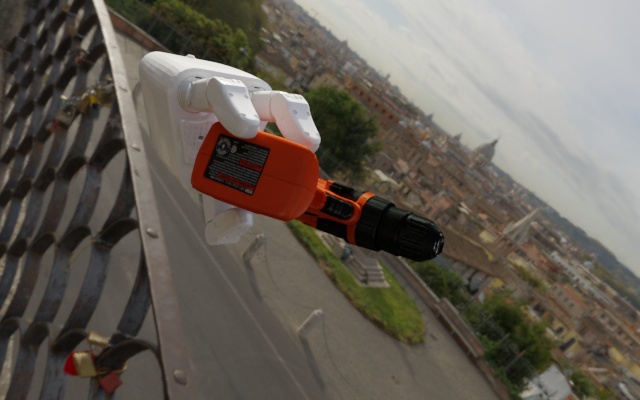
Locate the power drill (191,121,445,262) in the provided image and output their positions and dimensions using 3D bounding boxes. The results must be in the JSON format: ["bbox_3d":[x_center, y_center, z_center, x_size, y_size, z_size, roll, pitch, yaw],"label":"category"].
[{"bbox_3d":[0.000,0.001,0.403,0.184,0.057,0.188,17,-5,29],"label":"power drill"}]
